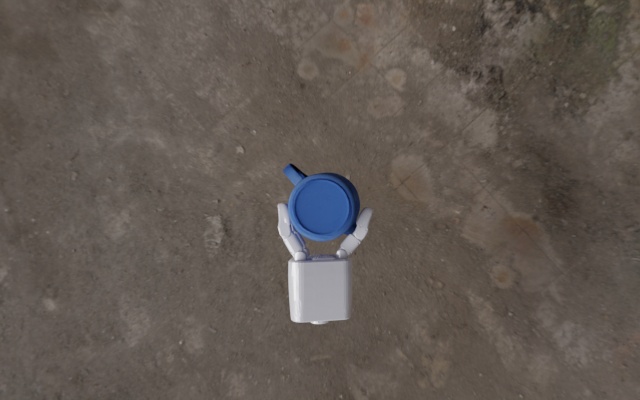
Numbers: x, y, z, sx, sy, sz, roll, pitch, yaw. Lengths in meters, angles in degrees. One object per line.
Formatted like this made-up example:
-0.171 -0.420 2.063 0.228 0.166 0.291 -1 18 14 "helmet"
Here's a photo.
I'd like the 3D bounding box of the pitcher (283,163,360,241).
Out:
0.000 0.003 0.863 0.149 0.145 0.243 1 0 3 "pitcher"
